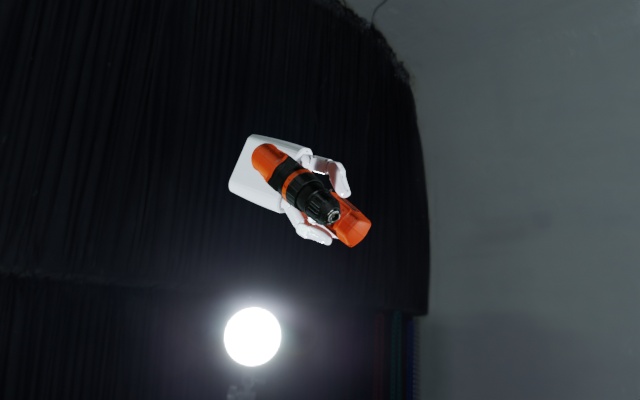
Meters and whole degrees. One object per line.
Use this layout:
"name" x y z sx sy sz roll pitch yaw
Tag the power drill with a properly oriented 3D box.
"power drill" 0.000 0.002 0.696 0.184 0.057 0.188 43 2 40
